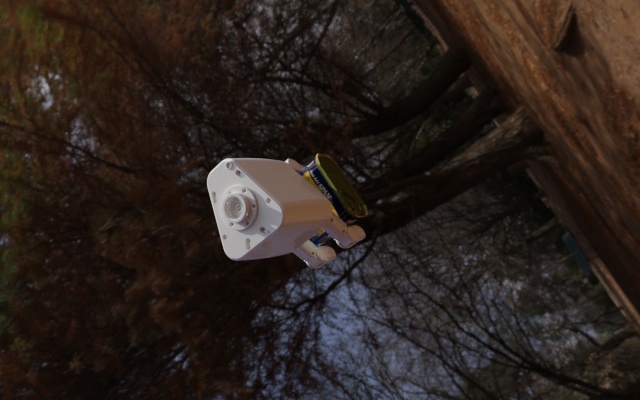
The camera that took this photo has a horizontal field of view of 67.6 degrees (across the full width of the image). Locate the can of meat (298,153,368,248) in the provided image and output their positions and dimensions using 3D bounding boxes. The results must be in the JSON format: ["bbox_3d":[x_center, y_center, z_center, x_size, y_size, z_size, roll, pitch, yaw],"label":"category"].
[{"bbox_3d":[0.000,0.002,0.646,0.084,0.102,0.057,-38,-12,23],"label":"can of meat"}]
